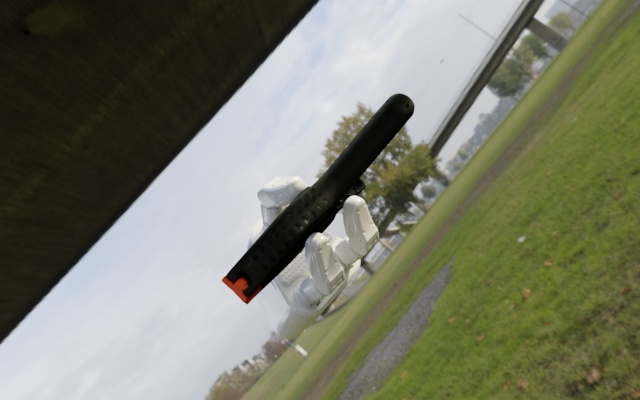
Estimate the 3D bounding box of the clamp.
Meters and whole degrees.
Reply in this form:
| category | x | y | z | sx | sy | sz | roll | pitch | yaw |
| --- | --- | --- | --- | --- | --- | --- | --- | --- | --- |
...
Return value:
| category | x | y | z | sx | sy | sz | roll | pitch | yaw |
| --- | --- | --- | --- | --- | --- | --- | --- | --- | --- |
| clamp | -0.001 | 0.001 | 0.418 | 0.210 | 0.036 | 0.165 | -44 | -10 | -32 |
